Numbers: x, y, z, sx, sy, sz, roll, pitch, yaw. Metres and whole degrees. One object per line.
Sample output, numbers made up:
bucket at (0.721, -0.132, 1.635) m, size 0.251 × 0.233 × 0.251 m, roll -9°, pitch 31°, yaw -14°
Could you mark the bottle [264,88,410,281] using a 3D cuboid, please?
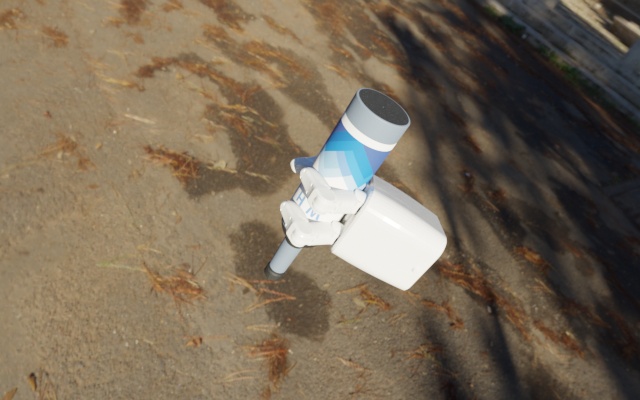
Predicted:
bottle at (0.000, 0.002, 0.588) m, size 0.069 × 0.069 × 0.296 m, roll 0°, pitch -43°, yaw -39°
